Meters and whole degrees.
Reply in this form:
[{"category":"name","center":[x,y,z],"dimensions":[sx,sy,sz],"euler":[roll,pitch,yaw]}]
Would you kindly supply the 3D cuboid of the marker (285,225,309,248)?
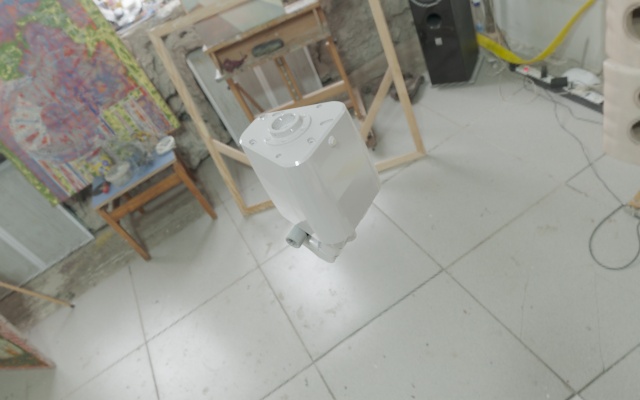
[{"category":"marker","center":[0.000,0.002,0.535],"dimensions":[0.020,0.121,0.020],"euler":[25,-30,16]}]
